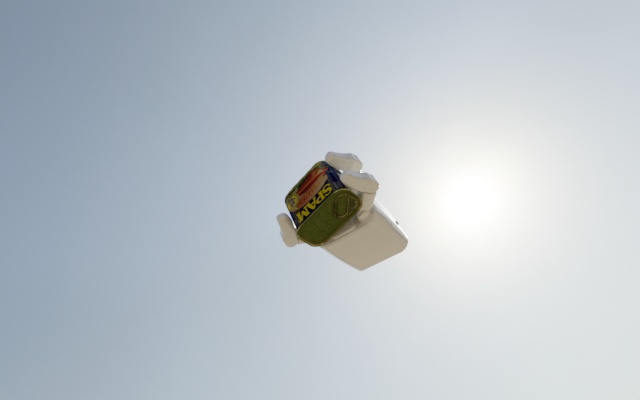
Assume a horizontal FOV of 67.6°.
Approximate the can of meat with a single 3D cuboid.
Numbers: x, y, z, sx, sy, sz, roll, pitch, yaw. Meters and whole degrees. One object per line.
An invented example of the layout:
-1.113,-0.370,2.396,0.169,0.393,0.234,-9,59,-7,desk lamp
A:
0.000,0.002,0.701,0.057,0.102,0.084,33,18,-38,can of meat
